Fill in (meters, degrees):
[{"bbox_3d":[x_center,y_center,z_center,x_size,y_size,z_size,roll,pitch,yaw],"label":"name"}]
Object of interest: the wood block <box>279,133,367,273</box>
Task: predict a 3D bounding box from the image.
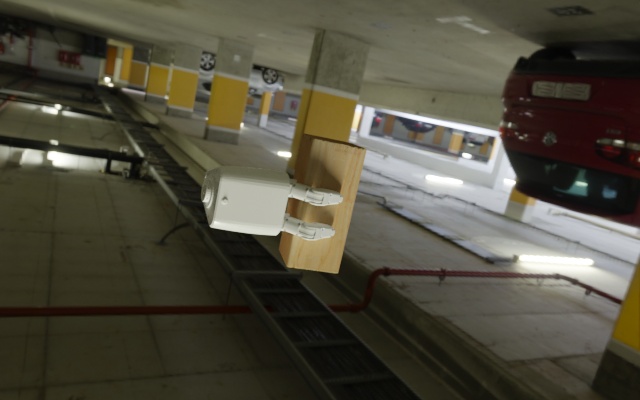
[{"bbox_3d":[0.000,0.003,0.785,0.090,0.206,0.090,9,11,-16],"label":"wood block"}]
